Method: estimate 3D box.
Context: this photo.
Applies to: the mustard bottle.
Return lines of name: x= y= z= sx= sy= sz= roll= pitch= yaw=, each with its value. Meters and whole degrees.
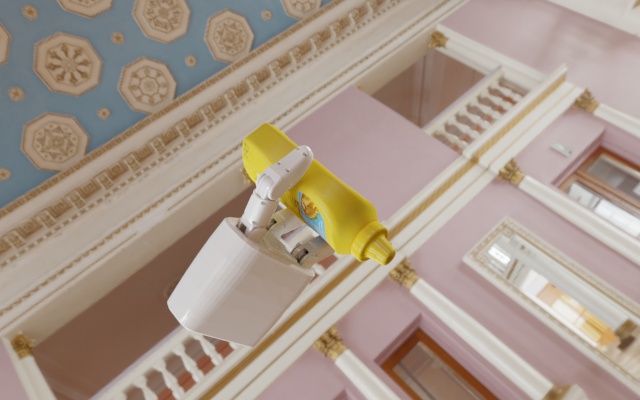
mustard bottle: x=0.000 y=0.001 z=0.491 sx=0.191 sy=0.058 sz=0.096 roll=40 pitch=-19 yaw=29
